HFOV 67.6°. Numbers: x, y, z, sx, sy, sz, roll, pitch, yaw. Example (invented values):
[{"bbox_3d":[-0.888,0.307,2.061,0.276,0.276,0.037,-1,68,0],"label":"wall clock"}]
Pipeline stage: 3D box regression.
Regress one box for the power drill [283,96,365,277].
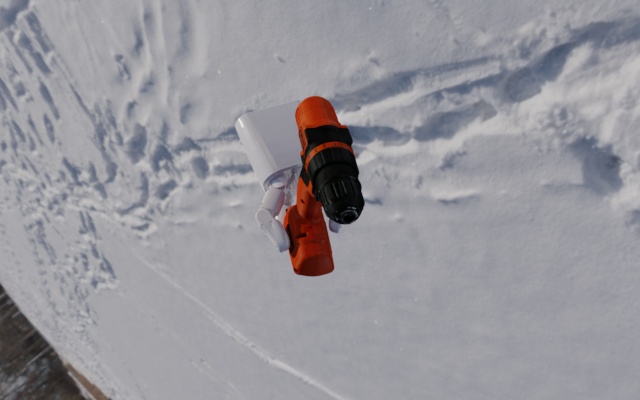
[{"bbox_3d":[0.000,0.002,0.547,0.057,0.188,0.184,0,44,-13],"label":"power drill"}]
